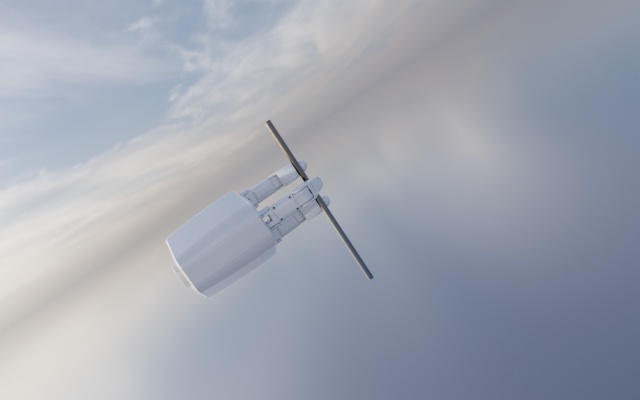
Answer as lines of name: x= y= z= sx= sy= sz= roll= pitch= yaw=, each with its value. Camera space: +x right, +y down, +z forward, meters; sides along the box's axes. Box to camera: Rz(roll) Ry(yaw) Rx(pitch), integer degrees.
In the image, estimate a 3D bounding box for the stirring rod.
stirring rod: x=0.000 y=0.002 z=0.604 sx=0.011 sy=0.239 sz=0.011 roll=-33 pitch=8 yaw=5
